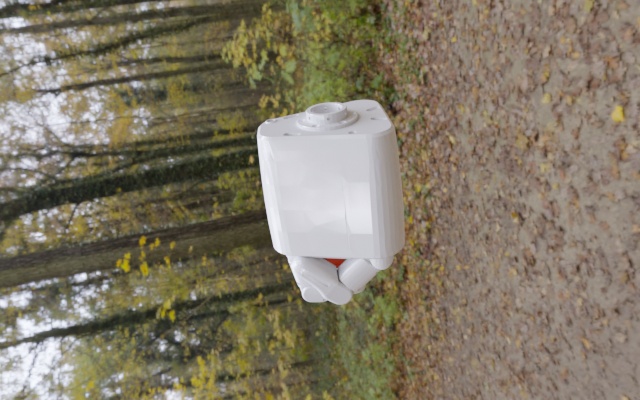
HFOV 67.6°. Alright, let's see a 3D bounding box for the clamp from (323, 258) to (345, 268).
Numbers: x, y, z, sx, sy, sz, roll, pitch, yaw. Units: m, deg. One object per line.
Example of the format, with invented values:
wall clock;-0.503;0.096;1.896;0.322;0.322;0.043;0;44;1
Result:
clamp;-0.001;0.002;0.509;0.039;0.120;0.171;-11;28;-4
